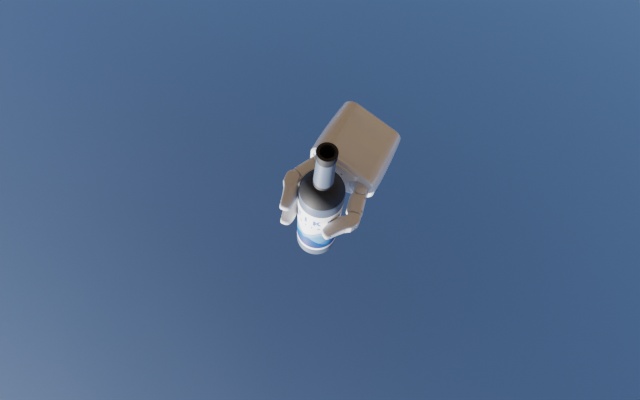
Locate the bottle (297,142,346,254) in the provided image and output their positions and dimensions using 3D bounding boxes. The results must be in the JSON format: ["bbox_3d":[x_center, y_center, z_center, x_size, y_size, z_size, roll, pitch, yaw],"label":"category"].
[{"bbox_3d":[0.000,0.002,0.701,0.069,0.069,0.296,0,-24,-3],"label":"bottle"}]
